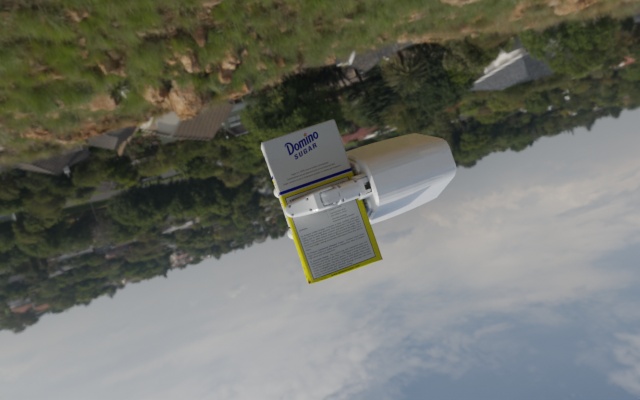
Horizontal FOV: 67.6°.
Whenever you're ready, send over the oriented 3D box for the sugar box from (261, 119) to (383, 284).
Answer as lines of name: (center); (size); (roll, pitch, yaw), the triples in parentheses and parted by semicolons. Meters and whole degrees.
sugar box: (0.000, 0.002, 0.571); (0.093, 0.176, 0.048); (-18, -1, -7)
